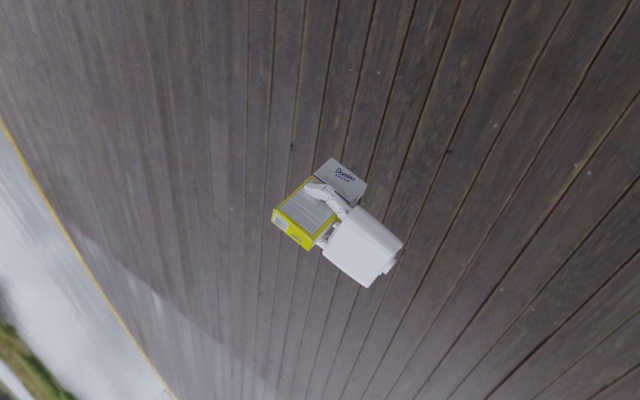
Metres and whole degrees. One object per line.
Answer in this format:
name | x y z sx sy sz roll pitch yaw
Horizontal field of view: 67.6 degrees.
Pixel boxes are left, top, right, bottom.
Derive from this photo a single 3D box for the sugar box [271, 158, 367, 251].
sugar box | 0.000 0.003 0.891 0.176 0.093 0.048 -42 -15 -36
